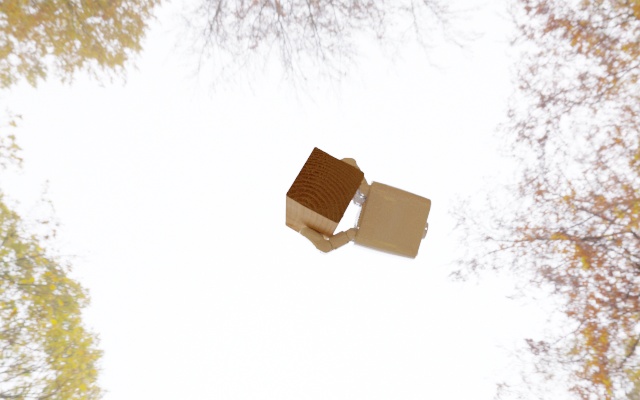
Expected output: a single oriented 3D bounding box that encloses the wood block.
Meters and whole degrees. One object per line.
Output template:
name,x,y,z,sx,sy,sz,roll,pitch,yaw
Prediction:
wood block,0.000,0.003,0.791,0.090,0.090,0.206,28,-16,4
